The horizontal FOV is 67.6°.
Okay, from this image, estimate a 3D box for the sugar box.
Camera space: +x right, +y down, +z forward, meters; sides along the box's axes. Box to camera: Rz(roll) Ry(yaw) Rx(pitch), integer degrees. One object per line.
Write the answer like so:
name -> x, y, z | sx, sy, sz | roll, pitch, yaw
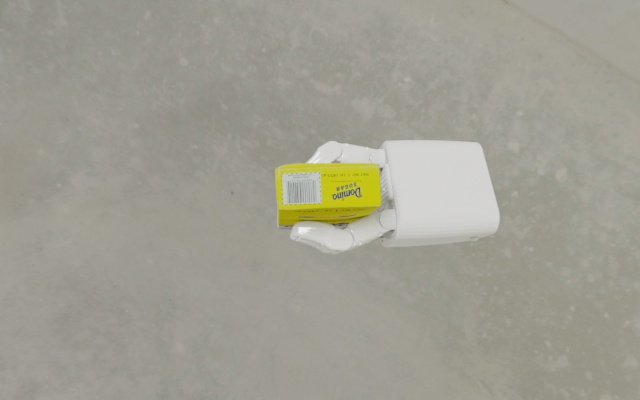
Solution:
sugar box -> 0.000, 0.002, 0.499 | 0.093, 0.048, 0.176 | -1, -11, -4
